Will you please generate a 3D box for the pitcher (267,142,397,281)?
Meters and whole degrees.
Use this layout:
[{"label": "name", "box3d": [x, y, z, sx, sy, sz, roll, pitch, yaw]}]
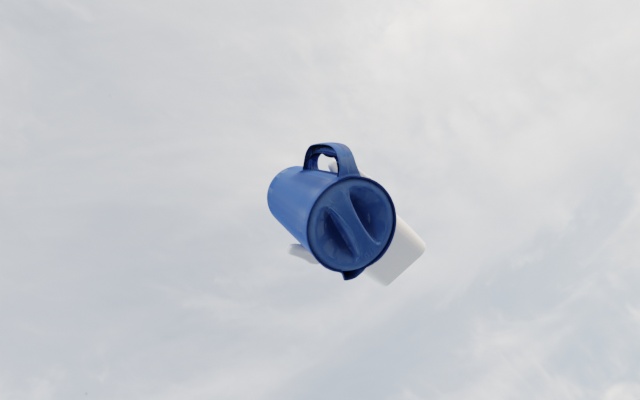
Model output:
[{"label": "pitcher", "box3d": [0.000, 0.003, 0.733, 0.145, 0.149, 0.242, 39, -5, -25]}]
